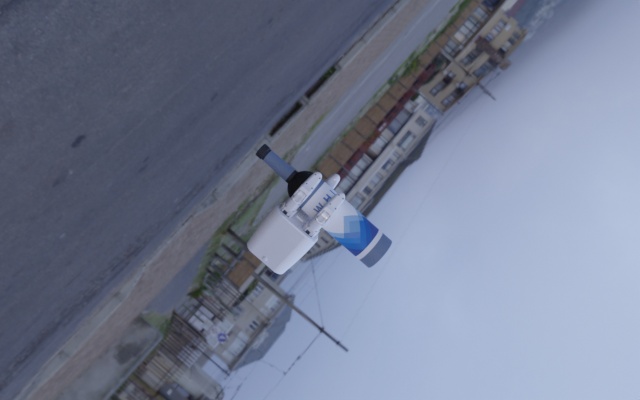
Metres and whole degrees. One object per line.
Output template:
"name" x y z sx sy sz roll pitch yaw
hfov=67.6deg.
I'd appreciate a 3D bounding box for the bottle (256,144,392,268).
"bottle" 0.000 0.003 0.880 0.296 0.069 0.069 41 -2 -2
